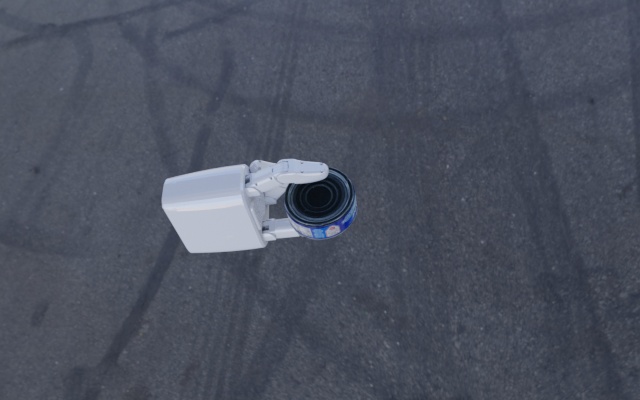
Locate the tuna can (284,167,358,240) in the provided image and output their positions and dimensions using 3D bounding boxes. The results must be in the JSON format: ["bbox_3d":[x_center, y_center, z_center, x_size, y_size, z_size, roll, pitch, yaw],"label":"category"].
[{"bbox_3d":[0.000,0.002,0.566,0.086,0.086,0.034,0,-32,10],"label":"tuna can"}]
